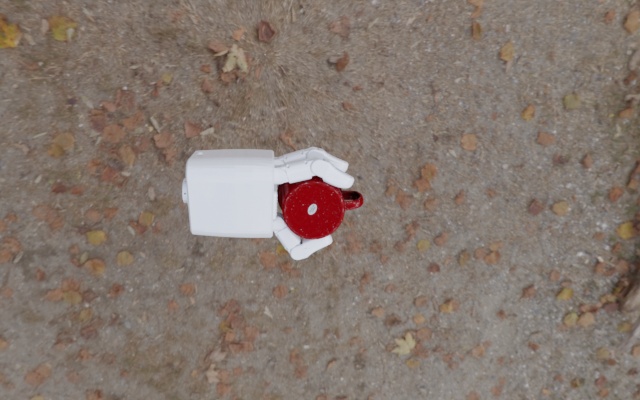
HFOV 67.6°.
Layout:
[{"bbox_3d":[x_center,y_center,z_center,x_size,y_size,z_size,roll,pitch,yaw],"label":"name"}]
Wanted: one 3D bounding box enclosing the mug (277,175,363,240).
[{"bbox_3d":[0.002,0.002,0.645,0.117,0.093,0.081,0,17,-6],"label":"mug"}]
